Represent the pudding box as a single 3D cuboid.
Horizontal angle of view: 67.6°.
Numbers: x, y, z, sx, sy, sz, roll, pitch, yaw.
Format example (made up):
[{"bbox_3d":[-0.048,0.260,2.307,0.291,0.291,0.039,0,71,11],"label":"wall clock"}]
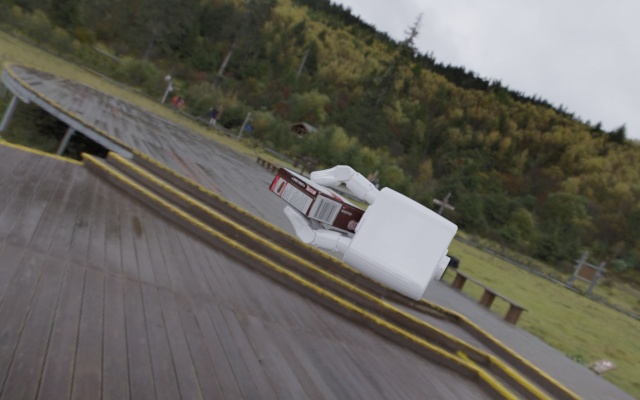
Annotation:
[{"bbox_3d":[0.000,0.002,0.642,0.113,0.039,0.090,25,5,-47],"label":"pudding box"}]
